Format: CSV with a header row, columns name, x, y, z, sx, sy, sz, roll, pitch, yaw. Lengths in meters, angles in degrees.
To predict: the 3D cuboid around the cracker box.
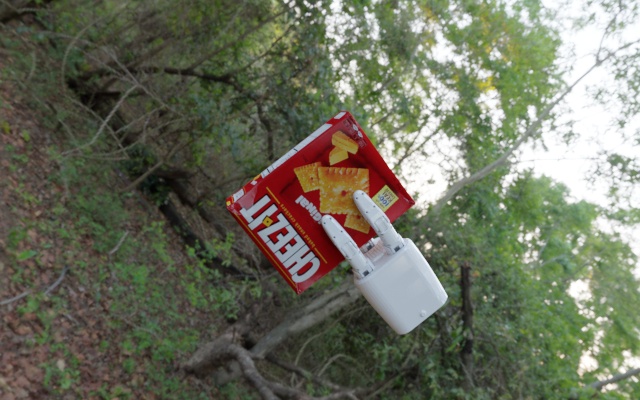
name,x,y,z,sx,sy,sz,roll,pitch,yaw
cracker box,0.000,0.002,0.677,0.213,0.164,0.072,-38,14,-2
